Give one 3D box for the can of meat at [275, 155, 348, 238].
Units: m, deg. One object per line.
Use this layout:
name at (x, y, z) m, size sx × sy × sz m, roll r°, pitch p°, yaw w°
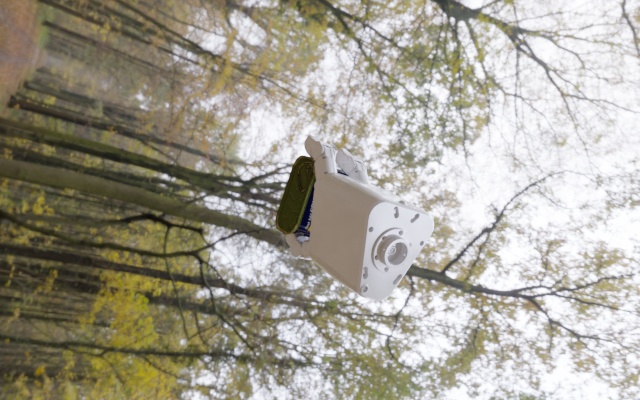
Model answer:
can of meat at (0.000, 0.002, 0.625) m, size 0.084 × 0.102 × 0.057 m, roll 17°, pitch 3°, yaw -32°
